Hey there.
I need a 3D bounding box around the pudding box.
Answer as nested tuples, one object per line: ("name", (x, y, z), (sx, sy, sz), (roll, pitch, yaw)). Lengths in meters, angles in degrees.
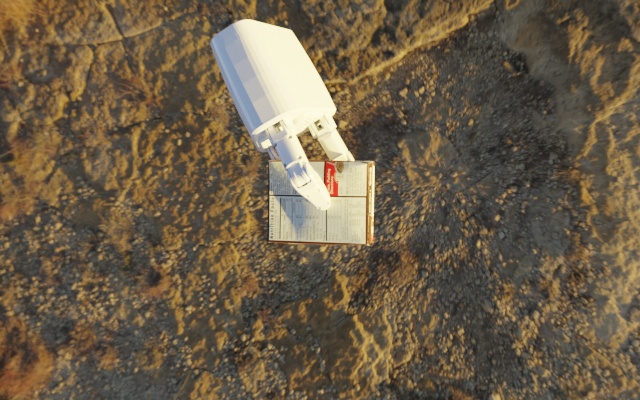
("pudding box", (0.000, 0.002, 0.510), (0.113, 0.090, 0.039), (1, 3, 15))
